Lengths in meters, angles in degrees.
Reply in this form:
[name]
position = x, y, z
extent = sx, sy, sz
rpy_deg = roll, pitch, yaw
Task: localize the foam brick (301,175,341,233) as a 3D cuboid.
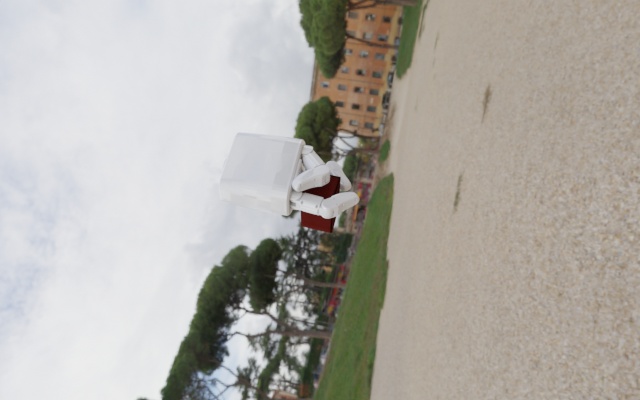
[foam brick]
position = 0.000, 0.003, 0.739
extent = 0.051, 0.053, 0.078
rpy_deg = 10, -44, 7
